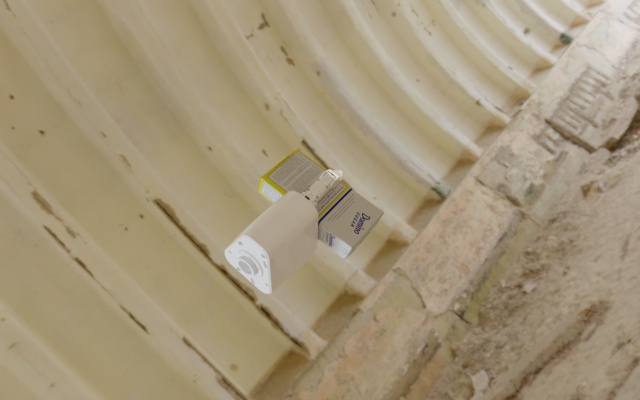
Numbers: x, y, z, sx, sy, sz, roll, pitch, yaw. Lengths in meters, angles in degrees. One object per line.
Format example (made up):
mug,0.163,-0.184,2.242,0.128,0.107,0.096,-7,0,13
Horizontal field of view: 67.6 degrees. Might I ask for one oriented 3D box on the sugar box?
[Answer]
sugar box,0.000,0.003,0.741,0.093,0.176,0.048,-43,-12,-35
